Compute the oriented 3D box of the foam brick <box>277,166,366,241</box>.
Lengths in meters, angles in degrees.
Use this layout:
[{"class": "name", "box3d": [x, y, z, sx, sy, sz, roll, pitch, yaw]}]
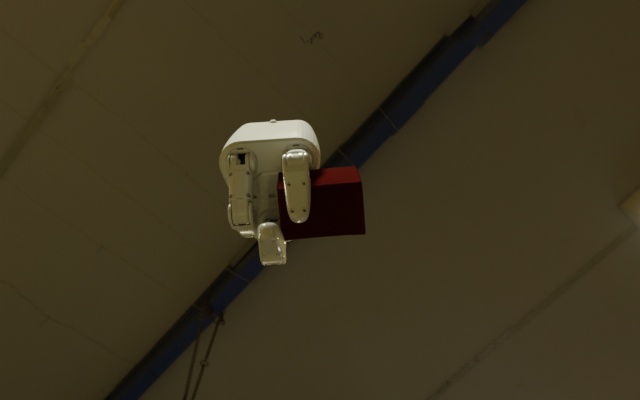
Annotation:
[{"class": "foam brick", "box3d": [0.000, 0.002, 0.447, 0.078, 0.053, 0.051, -4, 21, 0]}]
